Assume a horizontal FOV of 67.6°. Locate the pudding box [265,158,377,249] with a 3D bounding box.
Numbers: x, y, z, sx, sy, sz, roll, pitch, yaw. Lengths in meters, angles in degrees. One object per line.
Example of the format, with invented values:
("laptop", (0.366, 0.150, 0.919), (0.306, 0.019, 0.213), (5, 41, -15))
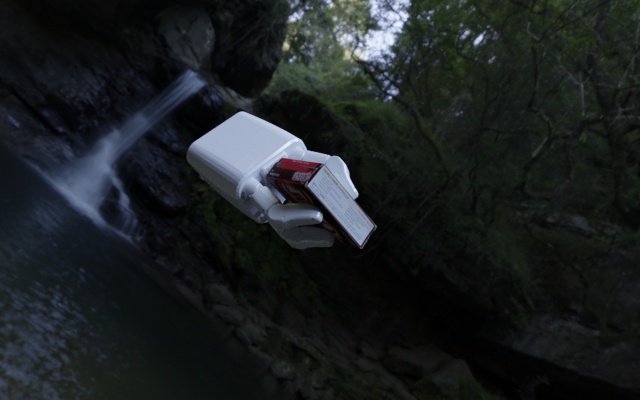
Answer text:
("pudding box", (0.000, 0.002, 0.555), (0.113, 0.039, 0.090), (46, -17, -31))
